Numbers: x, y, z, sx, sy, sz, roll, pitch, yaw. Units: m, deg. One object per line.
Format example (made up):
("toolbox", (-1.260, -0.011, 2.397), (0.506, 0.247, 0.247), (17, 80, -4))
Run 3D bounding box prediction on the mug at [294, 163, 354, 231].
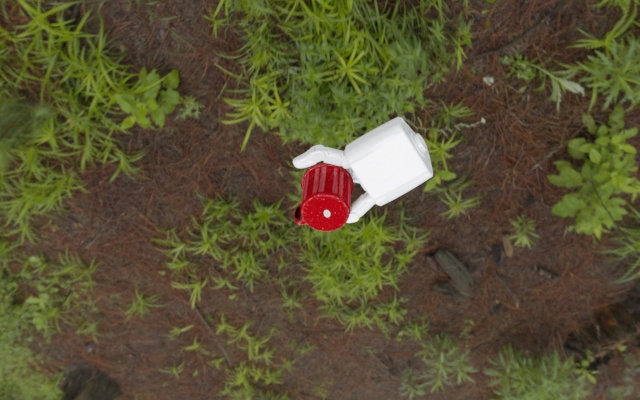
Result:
("mug", (-0.001, 0.003, 0.807), (0.117, 0.093, 0.081), (-30, 30, 24))
